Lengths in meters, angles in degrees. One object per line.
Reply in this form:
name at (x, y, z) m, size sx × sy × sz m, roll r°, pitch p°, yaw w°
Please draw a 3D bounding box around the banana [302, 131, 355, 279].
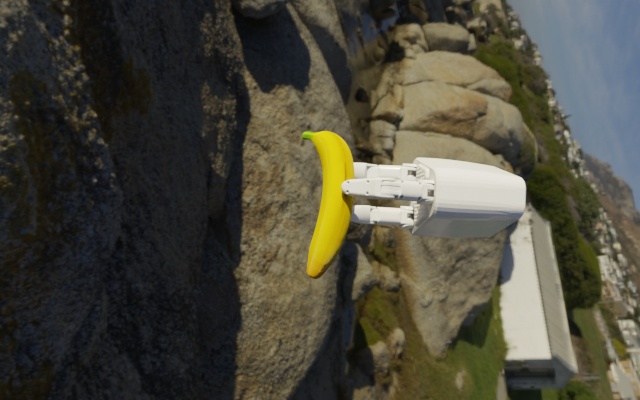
banana at (0.011, -0.008, 0.565) m, size 0.037 × 0.197 × 0.070 m, roll 18°, pitch -32°, yaw -34°
